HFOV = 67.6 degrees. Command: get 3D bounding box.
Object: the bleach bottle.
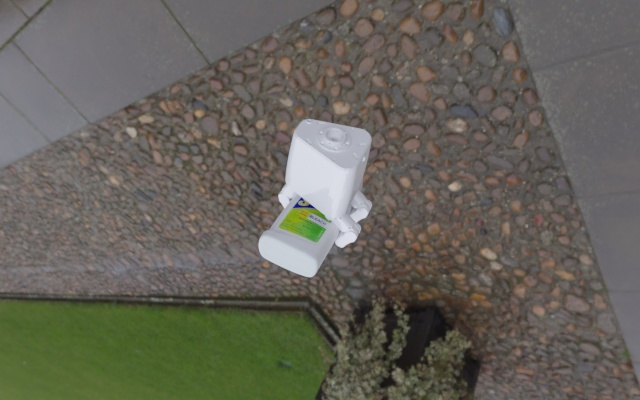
[{"bbox_3d":[0.000,0.003,0.793,0.102,0.250,0.068,24,-39,8],"label":"bleach bottle"}]
